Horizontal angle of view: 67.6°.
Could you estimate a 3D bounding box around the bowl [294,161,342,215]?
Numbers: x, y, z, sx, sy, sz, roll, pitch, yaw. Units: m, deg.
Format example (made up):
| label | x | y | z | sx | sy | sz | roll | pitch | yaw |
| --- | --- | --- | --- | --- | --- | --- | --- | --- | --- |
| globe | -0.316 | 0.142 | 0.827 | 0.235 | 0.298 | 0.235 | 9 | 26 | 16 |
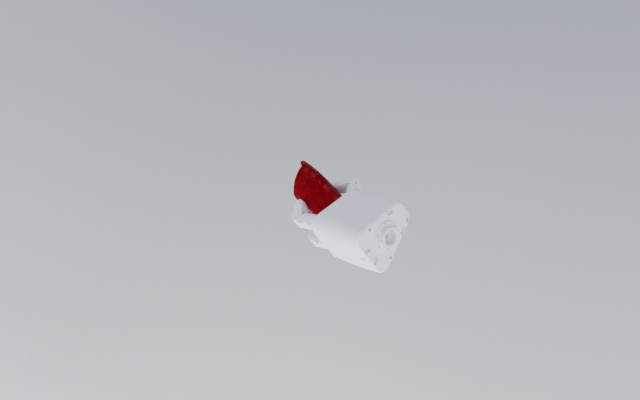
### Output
| label | x | y | z | sx | sy | sz | roll | pitch | yaw |
| --- | --- | --- | --- | --- | --- | --- | --- | --- | --- |
| bowl | -0.001 | 0.003 | 0.889 | 0.055 | 0.162 | 0.162 | -43 | 5 | -6 |
